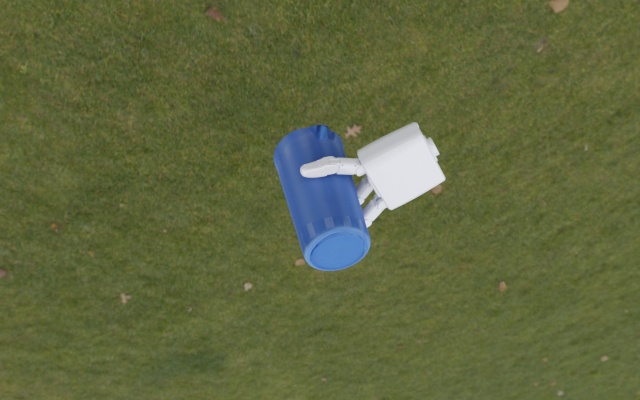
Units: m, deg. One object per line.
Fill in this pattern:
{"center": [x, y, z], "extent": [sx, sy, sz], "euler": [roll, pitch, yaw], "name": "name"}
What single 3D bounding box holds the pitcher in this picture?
{"center": [0.000, 0.003, 0.825], "extent": [0.145, 0.242, 0.149], "euler": [-27, -43, 12], "name": "pitcher"}
